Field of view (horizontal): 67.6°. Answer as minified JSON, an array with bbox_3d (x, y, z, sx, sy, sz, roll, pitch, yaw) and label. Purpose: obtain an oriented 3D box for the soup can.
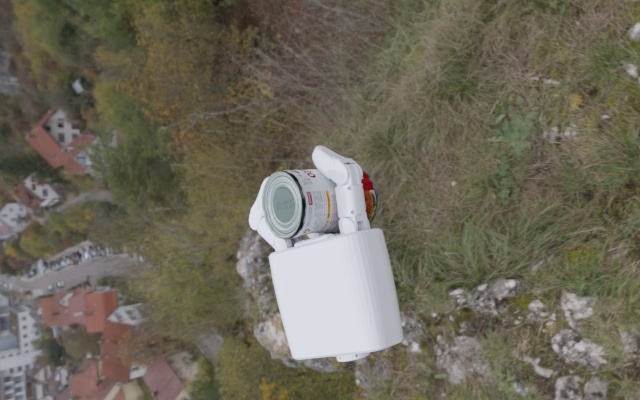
[{"bbox_3d":[0.000,0.001,0.487,0.102,0.068,0.068,-5,3,-41],"label":"soup can"}]
